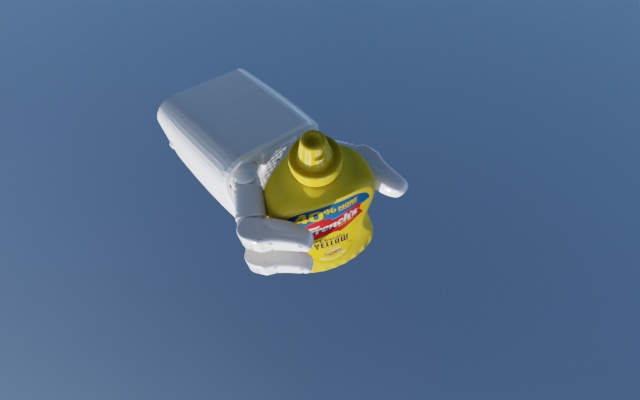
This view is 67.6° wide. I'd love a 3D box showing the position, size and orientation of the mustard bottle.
[{"bbox_3d":[0.000,0.002,0.419,0.096,0.058,0.192,-18,-28,-6],"label":"mustard bottle"}]
